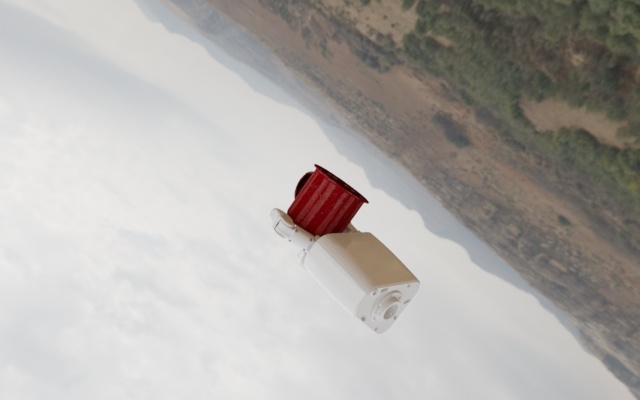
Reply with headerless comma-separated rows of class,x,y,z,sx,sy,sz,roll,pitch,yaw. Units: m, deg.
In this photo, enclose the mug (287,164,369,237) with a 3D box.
mug,-0.001,0.002,0.673,0.093,0.081,0.117,26,12,-48
